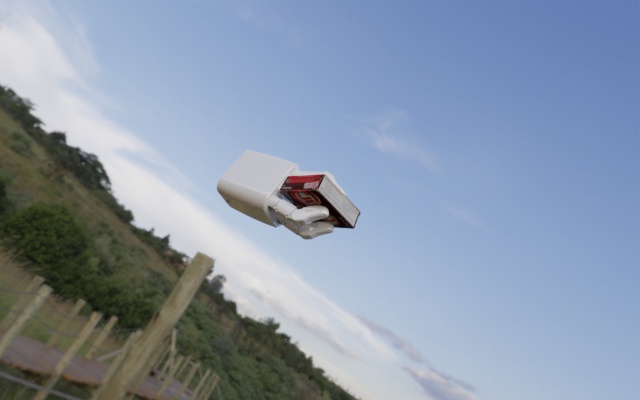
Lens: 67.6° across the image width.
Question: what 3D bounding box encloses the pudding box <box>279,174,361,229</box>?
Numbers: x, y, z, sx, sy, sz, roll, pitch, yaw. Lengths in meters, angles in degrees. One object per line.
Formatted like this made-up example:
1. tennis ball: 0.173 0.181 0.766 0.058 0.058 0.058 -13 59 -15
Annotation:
1. pudding box: 0.000 0.002 0.800 0.090 0.039 0.113 1 -32 45
